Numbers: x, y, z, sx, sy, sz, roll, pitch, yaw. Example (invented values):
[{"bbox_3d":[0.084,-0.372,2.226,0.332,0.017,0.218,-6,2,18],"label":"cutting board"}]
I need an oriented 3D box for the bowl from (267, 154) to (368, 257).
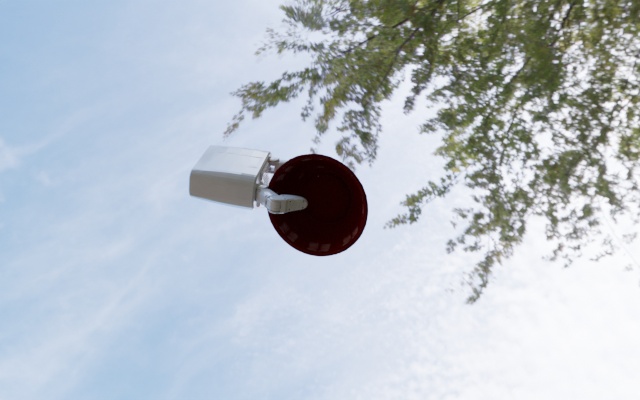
[{"bbox_3d":[0.001,0.003,0.741,0.162,0.162,0.055,0,16,18],"label":"bowl"}]
